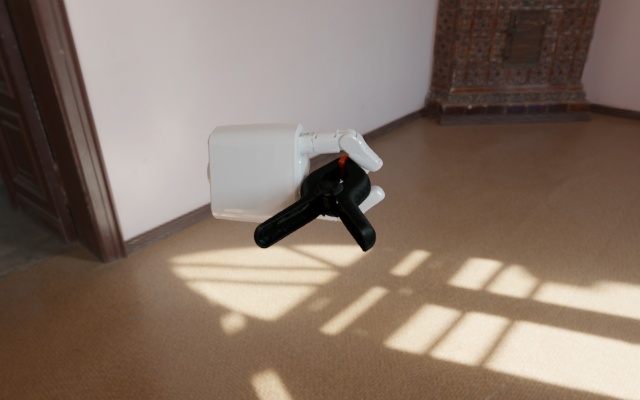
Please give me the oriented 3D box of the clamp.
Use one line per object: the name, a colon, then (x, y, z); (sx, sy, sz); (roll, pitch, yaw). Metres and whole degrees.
clamp: (0.000, 0.001, 0.512); (0.120, 0.039, 0.171); (1, 28, 7)
